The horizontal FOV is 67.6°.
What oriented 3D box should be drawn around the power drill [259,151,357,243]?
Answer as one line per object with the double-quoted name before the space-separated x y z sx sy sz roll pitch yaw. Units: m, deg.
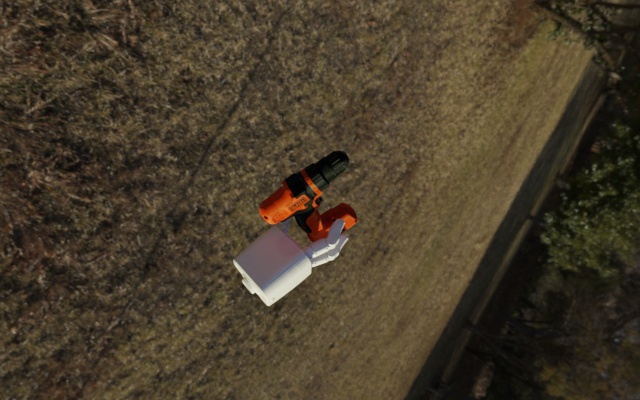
"power drill" 0.000 0.003 0.893 0.184 0.057 0.188 -35 -37 7
